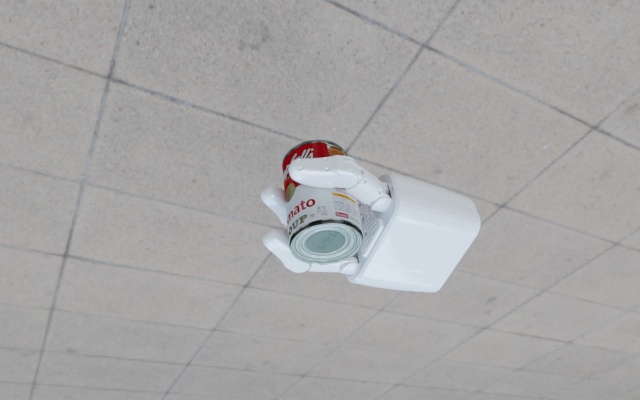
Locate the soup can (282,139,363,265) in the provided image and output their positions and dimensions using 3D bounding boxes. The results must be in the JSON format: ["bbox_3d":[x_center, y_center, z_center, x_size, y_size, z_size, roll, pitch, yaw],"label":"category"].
[{"bbox_3d":[0.000,0.002,0.453,0.068,0.102,0.069,-5,-40,-4],"label":"soup can"}]
